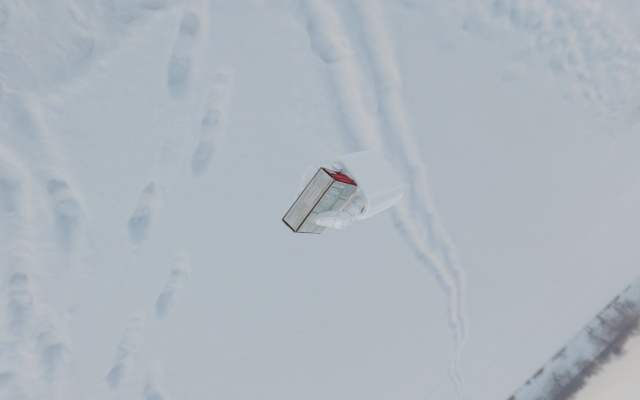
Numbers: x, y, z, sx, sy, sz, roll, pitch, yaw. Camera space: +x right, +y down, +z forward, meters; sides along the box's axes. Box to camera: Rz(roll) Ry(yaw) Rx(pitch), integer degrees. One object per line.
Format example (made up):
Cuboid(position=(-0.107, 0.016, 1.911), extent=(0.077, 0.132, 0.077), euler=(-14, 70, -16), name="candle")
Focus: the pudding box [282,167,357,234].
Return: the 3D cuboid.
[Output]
Cuboid(position=(0.000, 0.003, 0.789), extent=(0.039, 0.113, 0.090), euler=(42, 14, 26), name="pudding box")
